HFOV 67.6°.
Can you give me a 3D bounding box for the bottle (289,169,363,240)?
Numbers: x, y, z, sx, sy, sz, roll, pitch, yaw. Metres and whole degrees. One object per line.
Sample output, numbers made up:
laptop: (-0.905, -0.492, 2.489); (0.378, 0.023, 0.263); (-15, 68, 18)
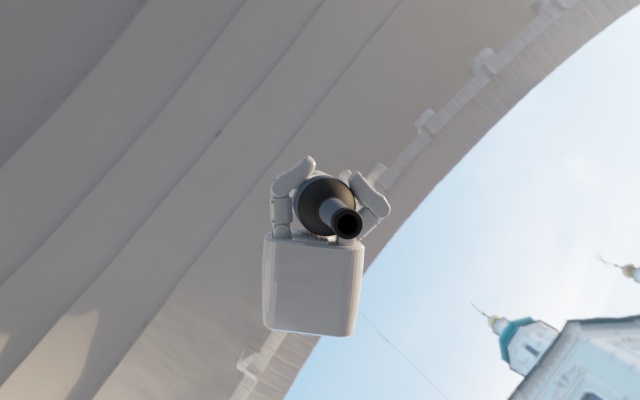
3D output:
bottle: (0.000, 0.002, 0.561); (0.069, 0.069, 0.295); (0, 8, -10)
